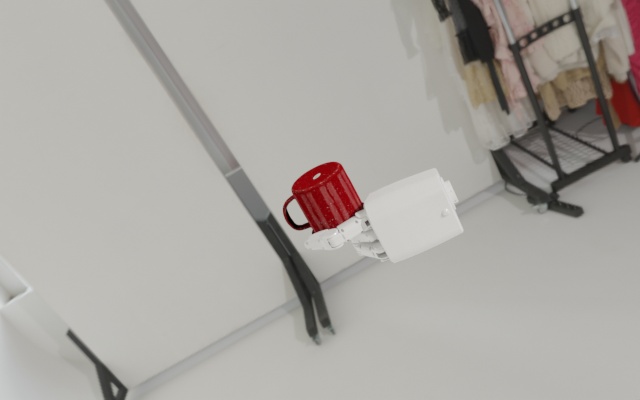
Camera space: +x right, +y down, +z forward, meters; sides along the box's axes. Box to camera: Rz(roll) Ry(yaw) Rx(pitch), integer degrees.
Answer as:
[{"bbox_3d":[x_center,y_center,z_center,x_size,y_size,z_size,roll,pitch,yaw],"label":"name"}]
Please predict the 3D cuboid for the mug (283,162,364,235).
[{"bbox_3d":[-0.001,0.003,0.690,0.117,0.081,0.093,-24,21,14],"label":"mug"}]
